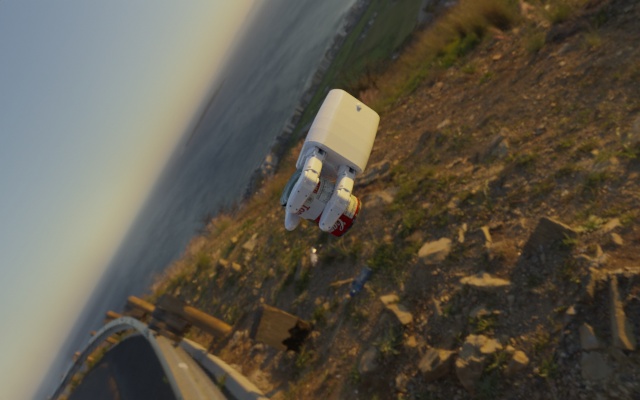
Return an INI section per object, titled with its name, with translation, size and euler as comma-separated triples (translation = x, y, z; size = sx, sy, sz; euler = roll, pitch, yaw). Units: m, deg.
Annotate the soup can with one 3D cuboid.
[soup can]
translation = 0.000, 0.003, 0.711
size = 0.102, 0.068, 0.068
euler = 30, -11, -19
